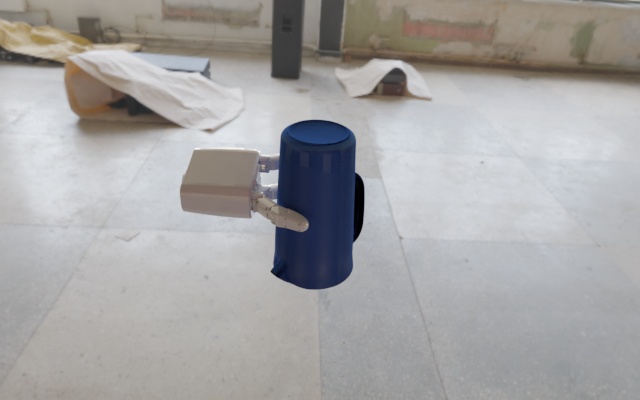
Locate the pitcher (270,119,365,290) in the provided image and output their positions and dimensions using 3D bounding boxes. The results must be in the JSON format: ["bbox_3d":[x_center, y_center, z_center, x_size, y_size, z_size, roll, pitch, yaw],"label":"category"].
[{"bbox_3d":[0.000,0.002,0.740,0.145,0.243,0.149,5,31,3],"label":"pitcher"}]
